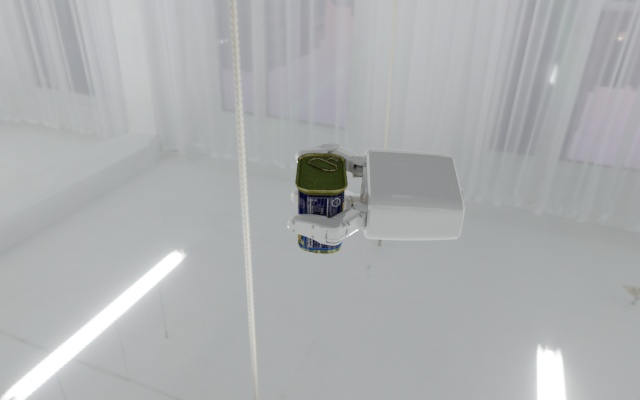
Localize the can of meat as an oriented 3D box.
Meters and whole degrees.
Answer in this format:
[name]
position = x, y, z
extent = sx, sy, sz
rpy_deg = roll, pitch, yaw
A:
[can of meat]
position = 0.000, 0.002, 0.565
extent = 0.057, 0.084, 0.102
rpy_deg = 1, 28, -1
